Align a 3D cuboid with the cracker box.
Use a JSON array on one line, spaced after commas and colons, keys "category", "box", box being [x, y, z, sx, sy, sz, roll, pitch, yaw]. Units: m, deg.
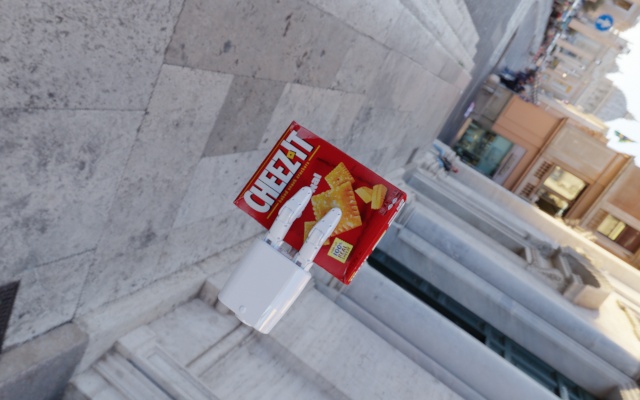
[{"category": "cracker box", "box": [0.000, 0.003, 0.737, 0.213, 0.164, 0.072, 34, -5, 13]}]
